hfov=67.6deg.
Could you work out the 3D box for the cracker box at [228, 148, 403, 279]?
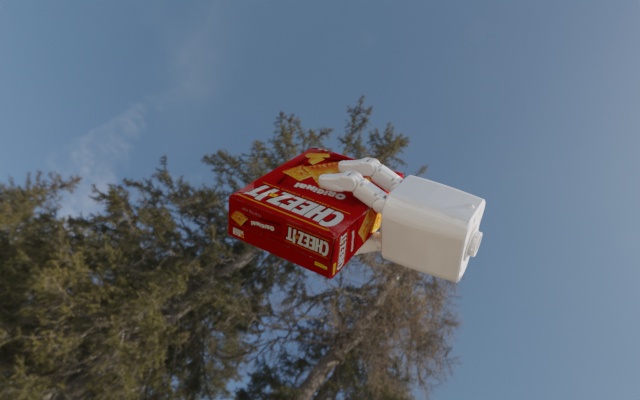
[{"bbox_3d":[0.000,0.002,0.676,0.164,0.072,0.213,20,32,24],"label":"cracker box"}]
